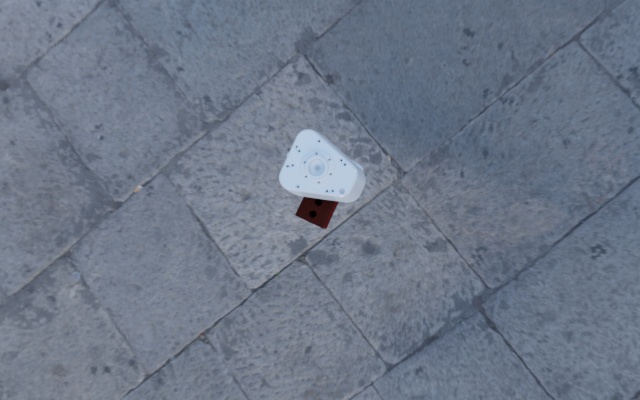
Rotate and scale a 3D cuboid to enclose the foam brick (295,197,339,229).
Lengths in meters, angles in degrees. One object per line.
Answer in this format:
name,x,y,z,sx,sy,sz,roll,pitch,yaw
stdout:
foam brick,0.000,0.003,0.805,0.053,0.078,0.051,25,2,9
